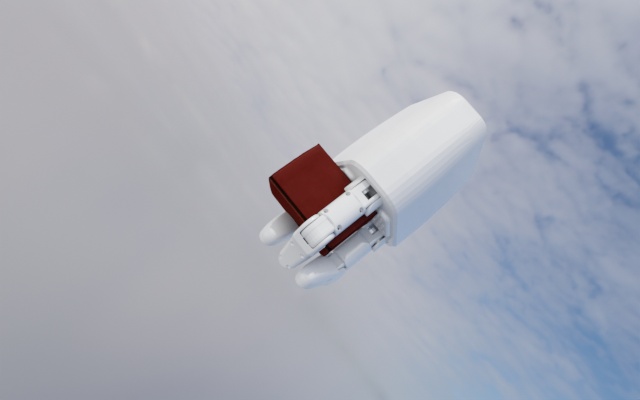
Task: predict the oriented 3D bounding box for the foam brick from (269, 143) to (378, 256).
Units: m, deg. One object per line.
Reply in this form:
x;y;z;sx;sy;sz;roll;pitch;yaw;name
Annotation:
0.000;0.001;0.406;0.051;0.078;0.053;-38;-6;-11;foam brick
